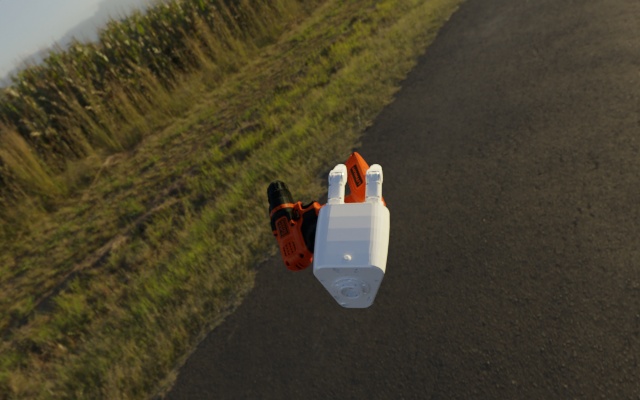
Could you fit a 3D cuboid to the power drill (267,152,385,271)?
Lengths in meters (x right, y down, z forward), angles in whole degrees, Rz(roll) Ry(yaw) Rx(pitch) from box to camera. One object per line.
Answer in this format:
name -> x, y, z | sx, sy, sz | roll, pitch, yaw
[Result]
power drill -> 0.001, 0.003, 0.783 | 0.188, 0.184, 0.057 | -32, -39, 15
